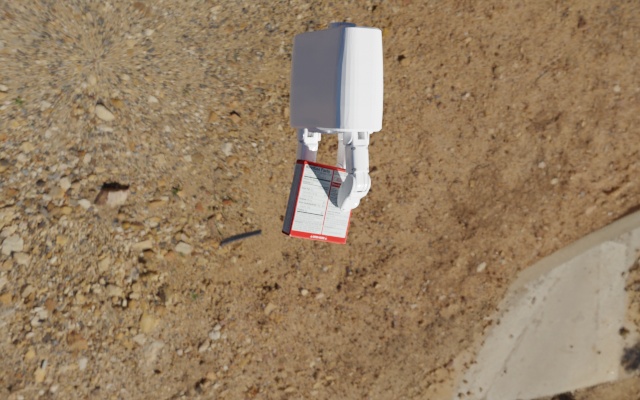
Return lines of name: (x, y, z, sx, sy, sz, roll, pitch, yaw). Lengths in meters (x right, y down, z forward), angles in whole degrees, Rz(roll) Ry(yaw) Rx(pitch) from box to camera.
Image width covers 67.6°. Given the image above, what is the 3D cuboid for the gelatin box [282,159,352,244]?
gelatin box: (0.000, 0.002, 0.559, 0.073, 0.089, 0.030, 10, 2, -25)
